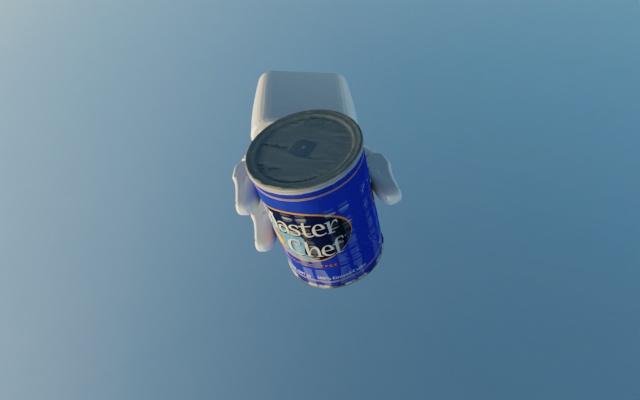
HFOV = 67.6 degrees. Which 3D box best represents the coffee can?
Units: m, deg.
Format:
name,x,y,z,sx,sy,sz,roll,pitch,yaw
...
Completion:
name,x,y,z,sx,sy,sz,roll,pitch,yaw
coffee can,0.000,0.001,0.451,0.103,0.102,0.140,0,-43,17
